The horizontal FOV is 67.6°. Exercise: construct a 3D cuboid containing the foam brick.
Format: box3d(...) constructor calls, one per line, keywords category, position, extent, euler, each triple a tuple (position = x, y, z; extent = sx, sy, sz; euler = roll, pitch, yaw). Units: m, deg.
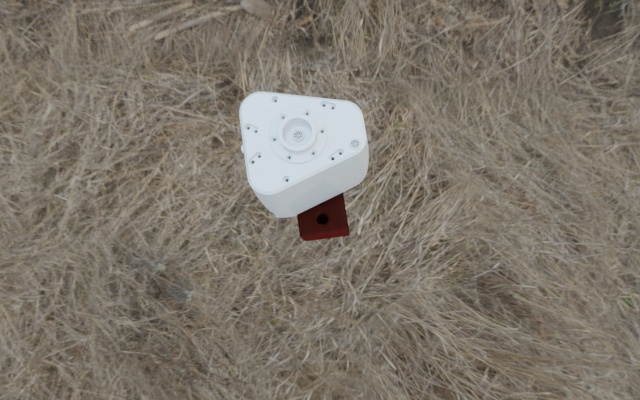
box3d(category="foam brick", position=(0.000, 0.002, 0.521), extent=(0.053, 0.078, 0.051), euler=(-10, -10, 2))
